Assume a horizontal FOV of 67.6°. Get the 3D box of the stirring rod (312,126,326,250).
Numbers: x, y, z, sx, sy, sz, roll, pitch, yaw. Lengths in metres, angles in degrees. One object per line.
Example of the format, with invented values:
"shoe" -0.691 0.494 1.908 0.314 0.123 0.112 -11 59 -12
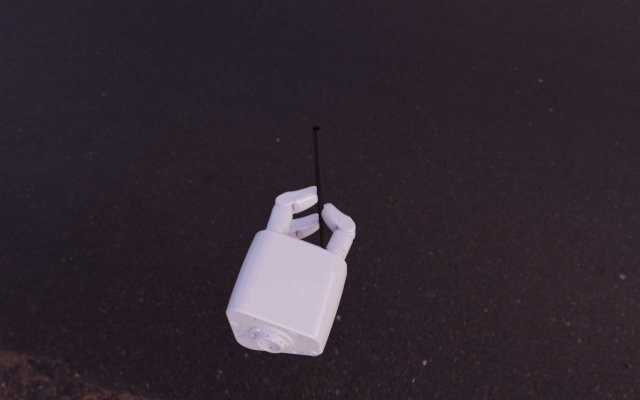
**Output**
"stirring rod" 0.000 0.002 0.608 0.011 0.011 0.240 0 -42 3
